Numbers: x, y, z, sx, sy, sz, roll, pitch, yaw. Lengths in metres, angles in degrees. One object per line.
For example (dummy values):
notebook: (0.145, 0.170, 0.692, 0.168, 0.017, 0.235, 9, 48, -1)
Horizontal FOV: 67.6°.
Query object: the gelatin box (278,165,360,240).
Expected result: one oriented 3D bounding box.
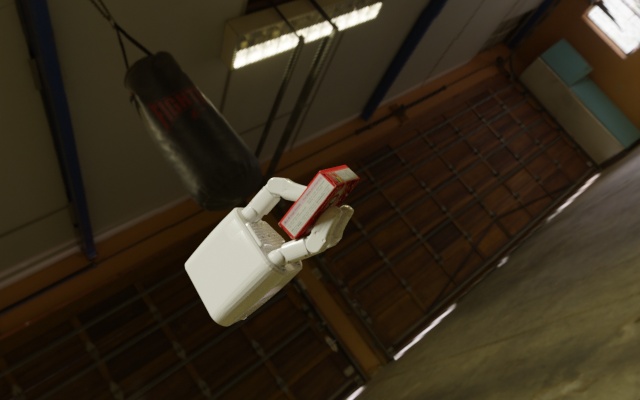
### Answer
gelatin box: (0.000, 0.001, 0.570, 0.030, 0.089, 0.073, 44, 24, 14)
